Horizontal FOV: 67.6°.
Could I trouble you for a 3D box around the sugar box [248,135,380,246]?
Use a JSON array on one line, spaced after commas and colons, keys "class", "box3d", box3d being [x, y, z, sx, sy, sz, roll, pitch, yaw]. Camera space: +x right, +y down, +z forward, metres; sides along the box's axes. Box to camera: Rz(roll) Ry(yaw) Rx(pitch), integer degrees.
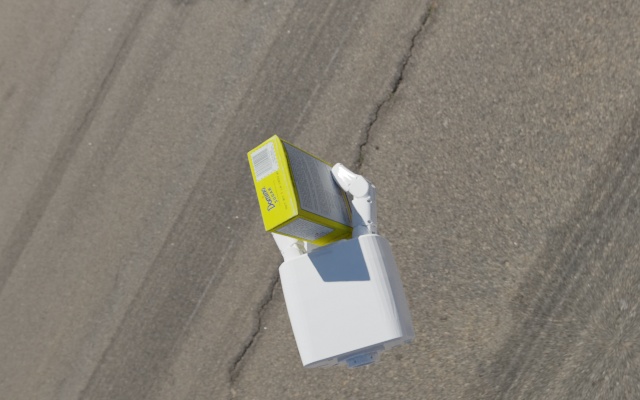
[{"class": "sugar box", "box3d": [0.000, 0.002, 0.527, 0.048, 0.093, 0.176, -27, -27, 23]}]
